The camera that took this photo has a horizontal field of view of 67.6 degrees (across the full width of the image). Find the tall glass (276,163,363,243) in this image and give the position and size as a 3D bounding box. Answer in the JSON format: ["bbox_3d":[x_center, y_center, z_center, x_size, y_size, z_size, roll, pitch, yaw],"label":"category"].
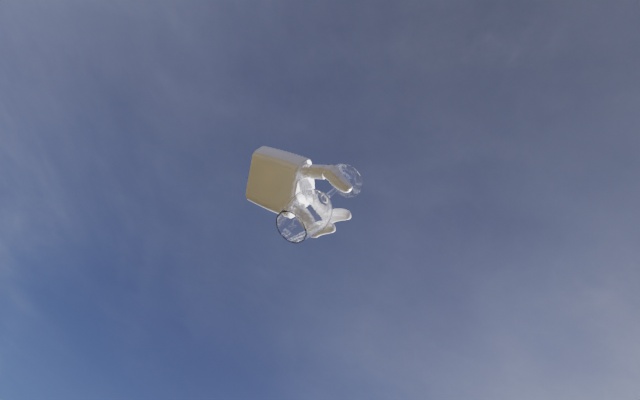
[{"bbox_3d":[0.001,0.003,0.876,0.079,0.079,0.201,0,25,34],"label":"tall glass"}]
